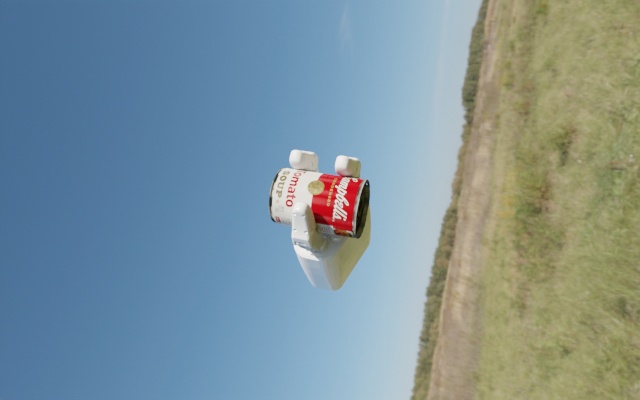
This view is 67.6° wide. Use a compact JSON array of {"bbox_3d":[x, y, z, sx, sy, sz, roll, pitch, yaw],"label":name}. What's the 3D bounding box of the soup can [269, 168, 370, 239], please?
[{"bbox_3d":[0.000,0.002,0.549,0.102,0.068,0.068,10,3,16],"label":"soup can"}]
